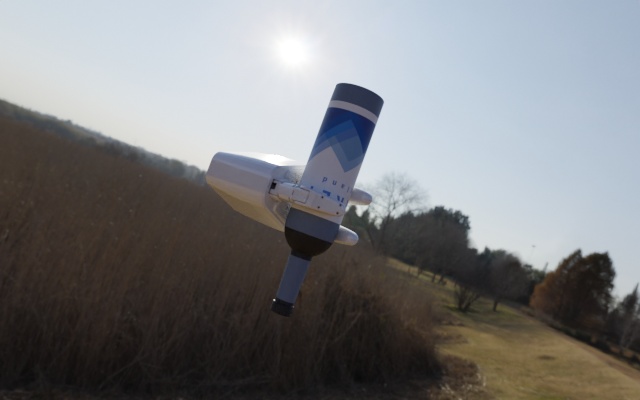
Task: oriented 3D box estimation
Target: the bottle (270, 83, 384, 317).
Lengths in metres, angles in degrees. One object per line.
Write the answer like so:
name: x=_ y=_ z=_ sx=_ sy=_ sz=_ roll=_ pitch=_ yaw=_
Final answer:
bottle: x=0.000 y=0.002 z=0.602 sx=0.069 sy=0.295 sz=0.069 roll=20 pitch=-3 yaw=1
